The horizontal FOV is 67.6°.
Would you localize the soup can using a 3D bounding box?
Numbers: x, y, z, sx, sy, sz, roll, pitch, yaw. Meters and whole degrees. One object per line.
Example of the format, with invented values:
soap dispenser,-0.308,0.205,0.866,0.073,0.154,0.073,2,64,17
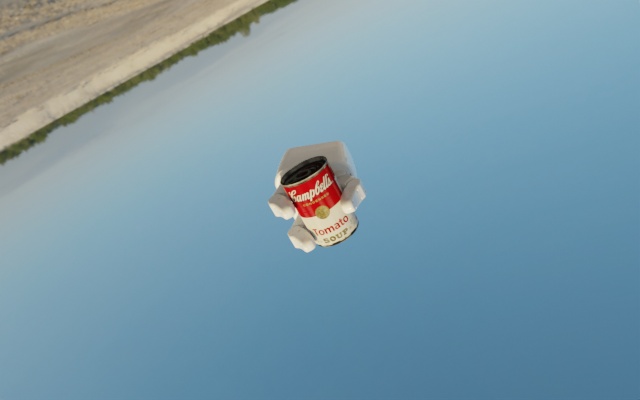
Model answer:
soup can,0.000,0.002,0.630,0.068,0.102,0.068,-24,23,11
